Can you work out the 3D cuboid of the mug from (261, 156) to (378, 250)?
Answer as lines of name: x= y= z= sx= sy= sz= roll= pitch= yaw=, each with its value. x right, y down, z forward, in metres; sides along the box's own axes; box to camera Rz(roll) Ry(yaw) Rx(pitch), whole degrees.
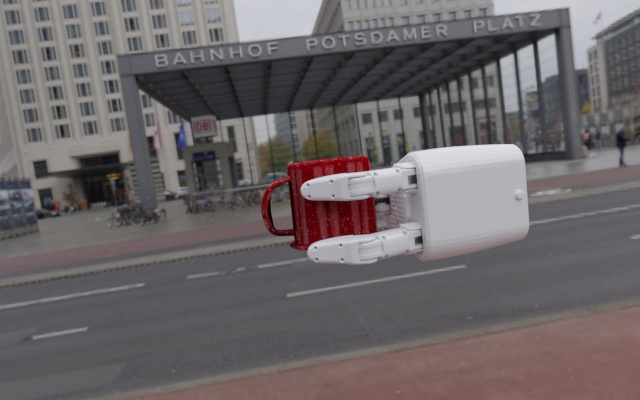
mug: x=-0.001 y=0.001 z=0.465 sx=0.117 sy=0.081 sz=0.093 roll=-7 pitch=4 yaw=-15
